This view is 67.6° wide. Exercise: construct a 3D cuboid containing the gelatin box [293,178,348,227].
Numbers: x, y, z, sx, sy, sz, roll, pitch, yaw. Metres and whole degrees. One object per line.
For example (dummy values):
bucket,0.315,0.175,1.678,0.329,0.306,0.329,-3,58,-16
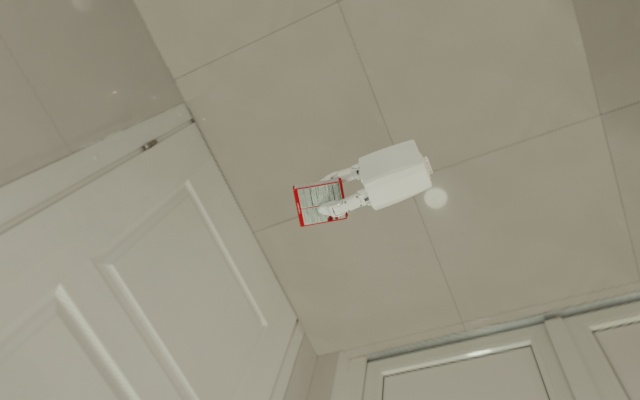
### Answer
gelatin box,0.000,0.003,0.861,0.089,0.073,0.030,-10,18,1
